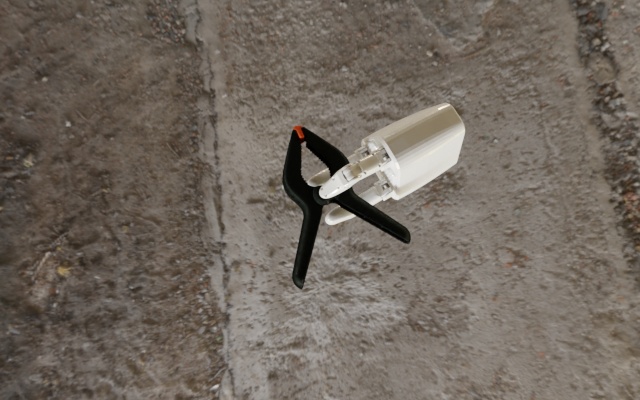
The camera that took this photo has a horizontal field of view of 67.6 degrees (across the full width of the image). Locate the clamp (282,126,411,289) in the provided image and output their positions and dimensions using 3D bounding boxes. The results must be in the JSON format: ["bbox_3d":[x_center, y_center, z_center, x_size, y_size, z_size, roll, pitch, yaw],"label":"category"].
[{"bbox_3d":[0.000,0.001,0.631,0.164,0.210,0.036,-29,-9,-10],"label":"clamp"}]
